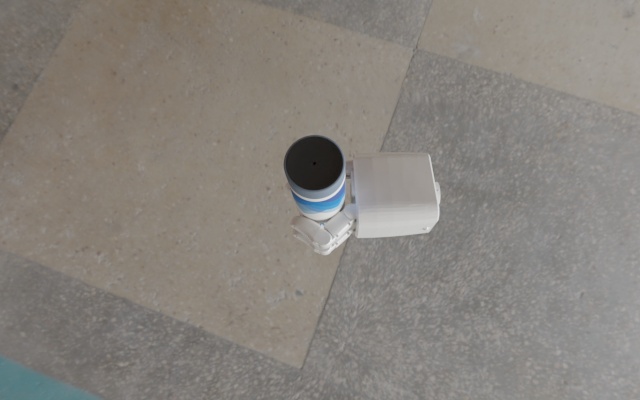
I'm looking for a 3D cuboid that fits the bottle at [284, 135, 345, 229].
[{"bbox_3d":[0.000,0.002,0.651,0.069,0.069,0.296,0,-17,3],"label":"bottle"}]
